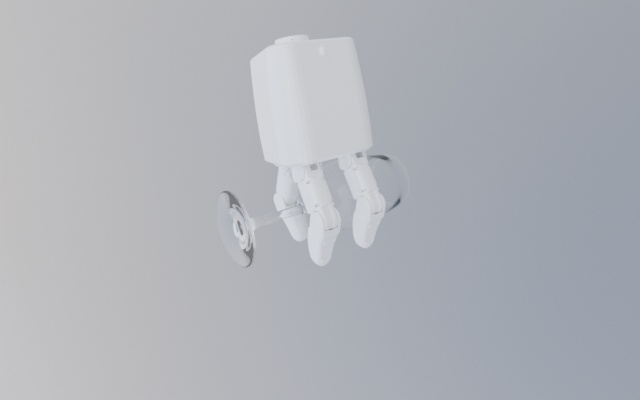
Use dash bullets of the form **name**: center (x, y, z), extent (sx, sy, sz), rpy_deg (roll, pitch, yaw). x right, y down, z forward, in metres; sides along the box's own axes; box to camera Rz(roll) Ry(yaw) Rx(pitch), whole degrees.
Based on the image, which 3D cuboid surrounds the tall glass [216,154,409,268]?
- **tall glass**: center (0.000, 0.002, 0.495), extent (0.201, 0.079, 0.079), rpy_deg (-17, 9, -33)
